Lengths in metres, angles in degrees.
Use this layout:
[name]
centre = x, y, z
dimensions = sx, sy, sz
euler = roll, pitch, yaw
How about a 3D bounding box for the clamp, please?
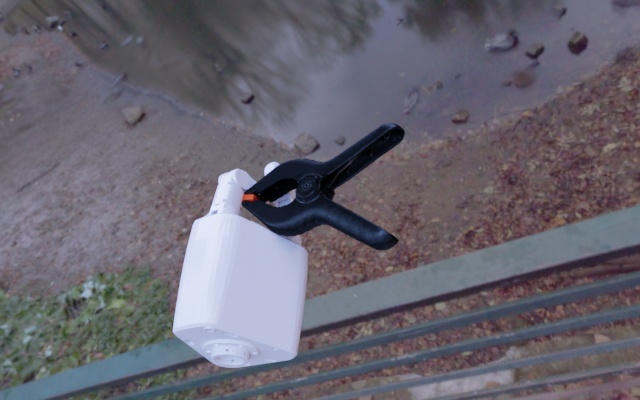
[clamp]
centre = 0.000, 0.001, 0.439
dimensions = 0.171, 0.120, 0.039
euler = -18, -41, 26
